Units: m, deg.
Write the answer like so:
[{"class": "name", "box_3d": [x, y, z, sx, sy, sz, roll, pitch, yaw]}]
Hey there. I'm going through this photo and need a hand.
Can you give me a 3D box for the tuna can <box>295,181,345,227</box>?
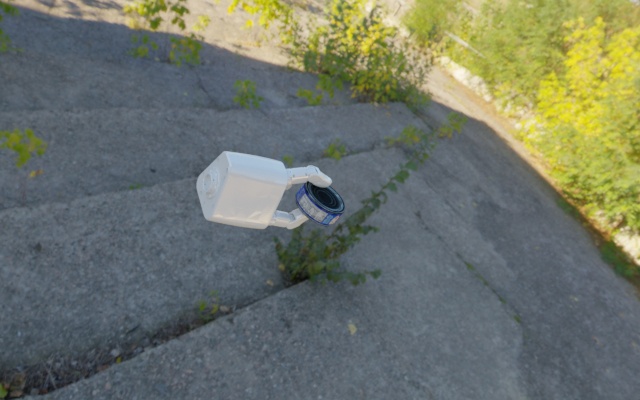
[{"class": "tuna can", "box_3d": [0.001, 0.002, 0.828, 0.086, 0.086, 0.034, 0, -43, -51]}]
